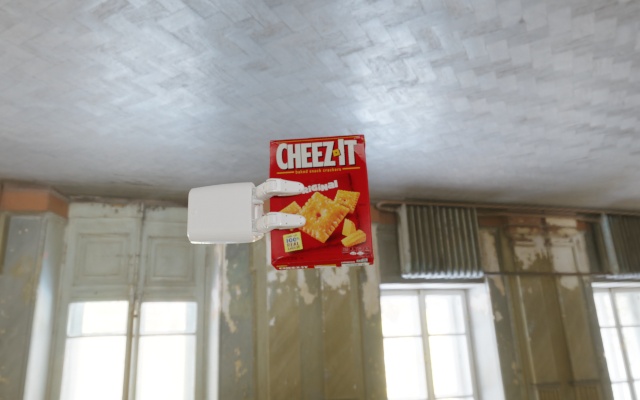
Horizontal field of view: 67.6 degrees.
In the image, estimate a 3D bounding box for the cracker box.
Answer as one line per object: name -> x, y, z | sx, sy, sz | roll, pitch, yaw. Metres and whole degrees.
cracker box -> 0.000, 0.003, 0.793 | 0.164, 0.213, 0.072 | -3, -17, 3
